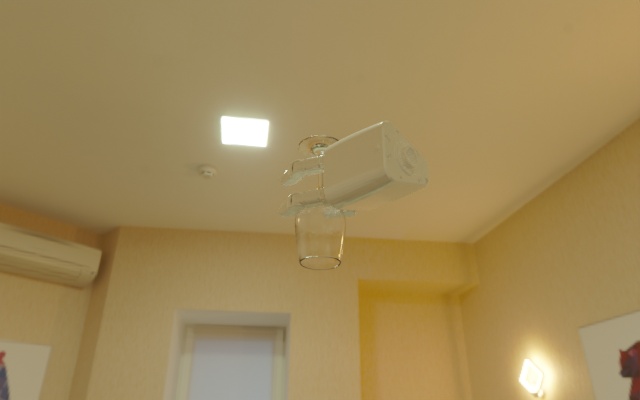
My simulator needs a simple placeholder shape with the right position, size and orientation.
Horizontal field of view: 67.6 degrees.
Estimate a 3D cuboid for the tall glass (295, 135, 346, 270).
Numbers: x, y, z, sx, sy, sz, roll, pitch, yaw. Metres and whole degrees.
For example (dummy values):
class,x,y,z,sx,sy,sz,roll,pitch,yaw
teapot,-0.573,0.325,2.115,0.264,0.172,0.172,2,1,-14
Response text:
class,x,y,z,sx,sy,sz,roll,pitch,yaw
tall glass,0.000,0.002,0.740,0.079,0.201,0.079,0,-26,0
